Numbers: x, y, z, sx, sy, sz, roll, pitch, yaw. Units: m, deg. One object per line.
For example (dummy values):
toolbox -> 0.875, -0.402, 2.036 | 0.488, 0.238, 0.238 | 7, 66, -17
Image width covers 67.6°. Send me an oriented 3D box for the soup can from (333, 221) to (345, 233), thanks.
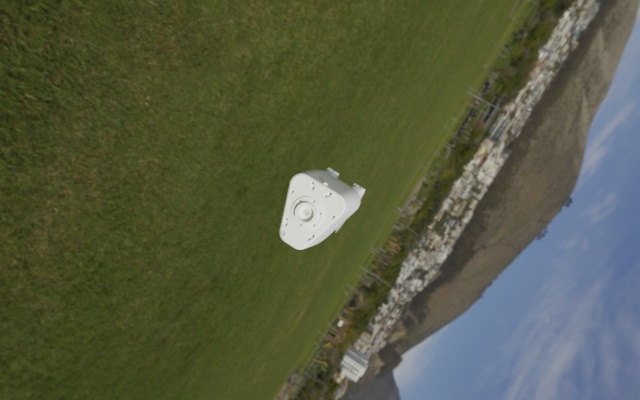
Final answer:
soup can -> 0.000, 0.003, 0.838 | 0.102, 0.068, 0.068 | 32, 6, 10
